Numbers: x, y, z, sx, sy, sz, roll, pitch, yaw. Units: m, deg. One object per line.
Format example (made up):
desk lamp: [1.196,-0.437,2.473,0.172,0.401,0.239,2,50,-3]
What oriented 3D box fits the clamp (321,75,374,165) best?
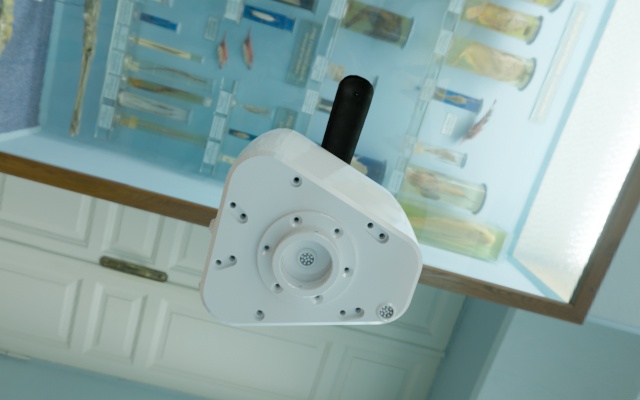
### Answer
clamp: [0.001,0.002,0.411,0.036,0.210,0.164,17,12,0]
